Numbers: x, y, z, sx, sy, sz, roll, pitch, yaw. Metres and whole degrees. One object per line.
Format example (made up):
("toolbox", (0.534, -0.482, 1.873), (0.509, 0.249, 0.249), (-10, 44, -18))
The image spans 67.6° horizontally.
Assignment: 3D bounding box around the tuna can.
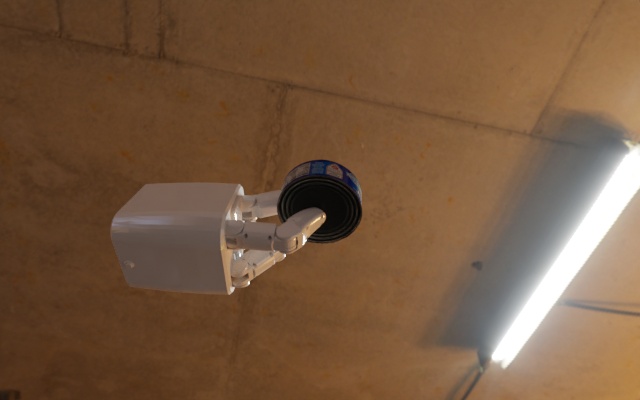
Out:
("tuna can", (0.000, 0.001, 0.490), (0.086, 0.086, 0.033), (0, 37, 6))
